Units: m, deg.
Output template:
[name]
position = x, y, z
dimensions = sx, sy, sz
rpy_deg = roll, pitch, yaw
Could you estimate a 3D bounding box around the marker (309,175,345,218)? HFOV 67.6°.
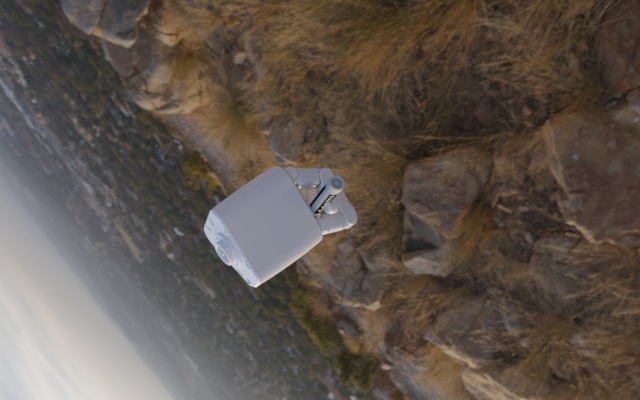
[marker]
position = 0.000, 0.002, 0.593
dimensions = 0.020, 0.020, 0.121
rpy_deg = 0, -22, -20
